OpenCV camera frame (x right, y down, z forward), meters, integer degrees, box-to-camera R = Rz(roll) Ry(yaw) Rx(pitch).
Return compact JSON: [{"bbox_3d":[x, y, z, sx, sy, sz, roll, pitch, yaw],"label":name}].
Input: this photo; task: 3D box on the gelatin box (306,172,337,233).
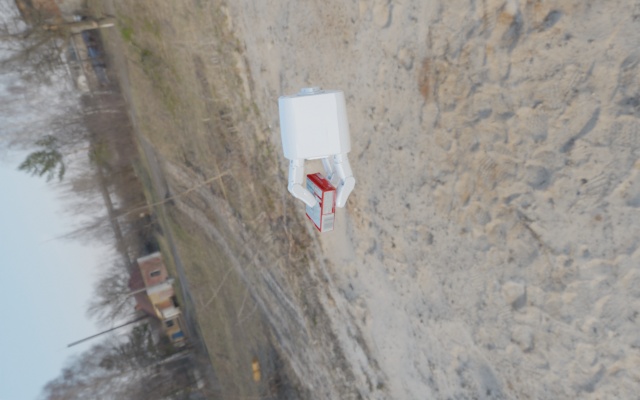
[{"bbox_3d":[0.000,0.003,0.880,0.030,0.089,0.073,-9,29,-23],"label":"gelatin box"}]
